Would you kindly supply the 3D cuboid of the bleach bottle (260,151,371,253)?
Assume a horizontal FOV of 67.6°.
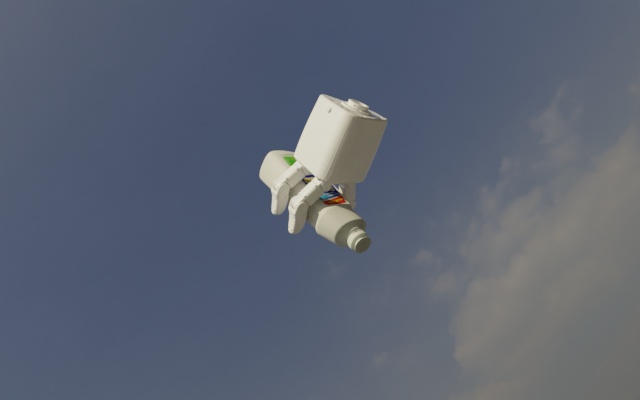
[{"bbox_3d":[0.000,0.003,0.768,0.102,0.068,0.250,6,26,-41],"label":"bleach bottle"}]
